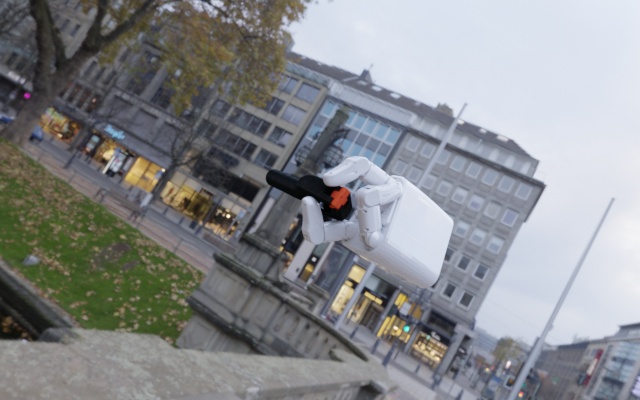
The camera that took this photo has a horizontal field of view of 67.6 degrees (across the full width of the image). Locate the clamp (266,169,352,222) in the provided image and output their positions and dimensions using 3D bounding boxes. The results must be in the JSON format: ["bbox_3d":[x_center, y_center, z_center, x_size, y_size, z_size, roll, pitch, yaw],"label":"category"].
[{"bbox_3d":[0.000,0.002,0.650,0.120,0.039,0.171,34,-8,-27],"label":"clamp"}]
